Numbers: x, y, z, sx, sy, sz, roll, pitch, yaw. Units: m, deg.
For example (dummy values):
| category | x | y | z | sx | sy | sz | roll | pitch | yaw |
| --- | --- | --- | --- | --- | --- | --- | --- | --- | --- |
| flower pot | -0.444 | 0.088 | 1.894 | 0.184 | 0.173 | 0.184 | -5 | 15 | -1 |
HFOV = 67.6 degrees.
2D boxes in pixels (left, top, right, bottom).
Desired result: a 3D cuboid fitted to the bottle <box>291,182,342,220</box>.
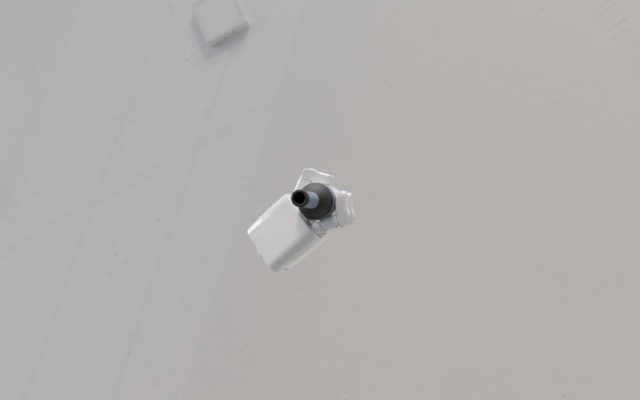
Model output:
| category | x | y | z | sx | sy | sz | roll | pitch | yaw |
| --- | --- | --- | --- | --- | --- | --- | --- | --- | --- |
| bottle | 0.000 | 0.003 | 0.873 | 0.069 | 0.069 | 0.296 | 0 | -2 | 13 |
